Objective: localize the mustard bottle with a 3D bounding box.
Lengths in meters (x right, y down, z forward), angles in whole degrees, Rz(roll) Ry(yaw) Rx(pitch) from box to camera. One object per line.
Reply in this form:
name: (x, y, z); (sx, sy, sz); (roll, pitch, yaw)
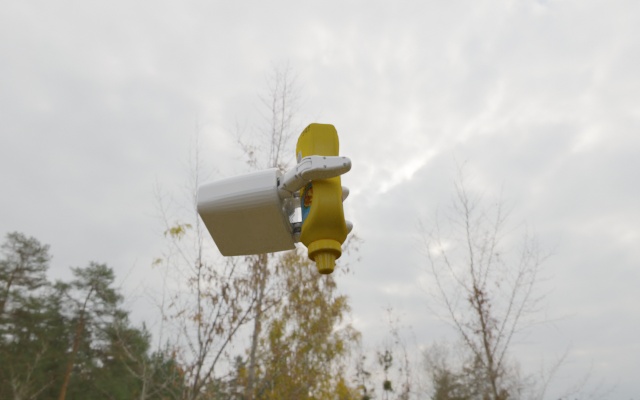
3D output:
mustard bottle: (0.000, 0.002, 0.605); (0.058, 0.191, 0.096); (3, -32, -11)
